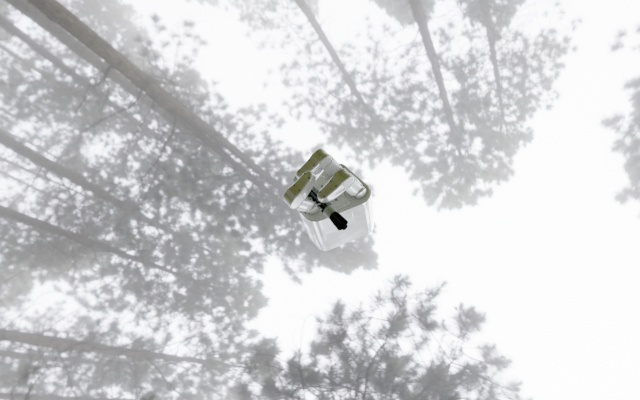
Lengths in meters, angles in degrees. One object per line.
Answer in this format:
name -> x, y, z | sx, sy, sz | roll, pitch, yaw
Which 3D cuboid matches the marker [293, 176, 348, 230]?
marker -> 0.000, 0.002, 0.708 | 0.020, 0.020, 0.121 | 0, 37, -47
